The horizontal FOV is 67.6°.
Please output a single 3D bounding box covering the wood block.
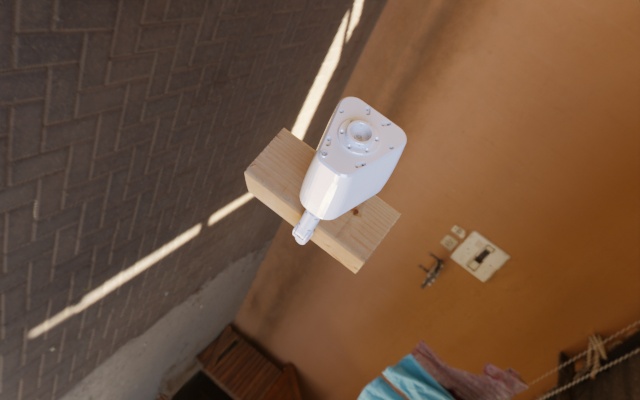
[{"bbox_3d":[0.000,0.002,0.691,0.206,0.091,0.090,37,-16,8],"label":"wood block"}]
